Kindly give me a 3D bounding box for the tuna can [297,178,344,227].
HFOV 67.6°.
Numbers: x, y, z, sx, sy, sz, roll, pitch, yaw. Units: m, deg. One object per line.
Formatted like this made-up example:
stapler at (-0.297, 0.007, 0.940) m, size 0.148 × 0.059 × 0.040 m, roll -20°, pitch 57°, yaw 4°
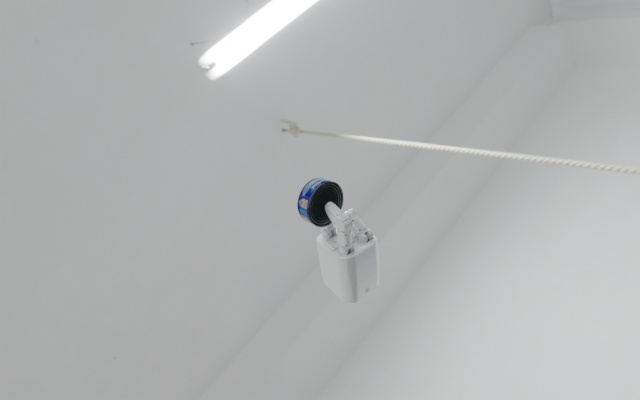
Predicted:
tuna can at (0.000, 0.003, 0.867) m, size 0.086 × 0.086 × 0.033 m, roll 0°, pitch 16°, yaw -44°
